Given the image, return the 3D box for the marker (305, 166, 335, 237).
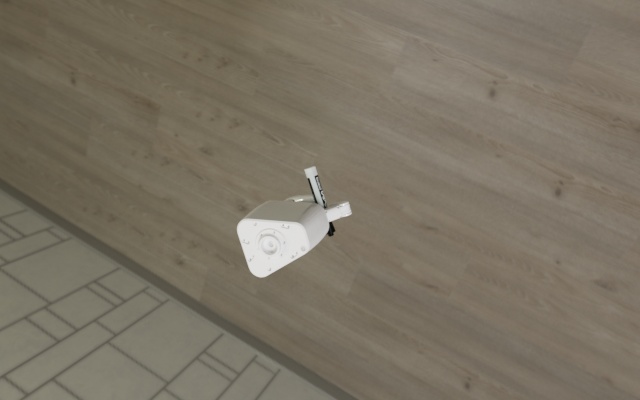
[{"bbox_3d":[0.000,0.003,0.796,0.020,0.121,0.020,-17,8,3],"label":"marker"}]
